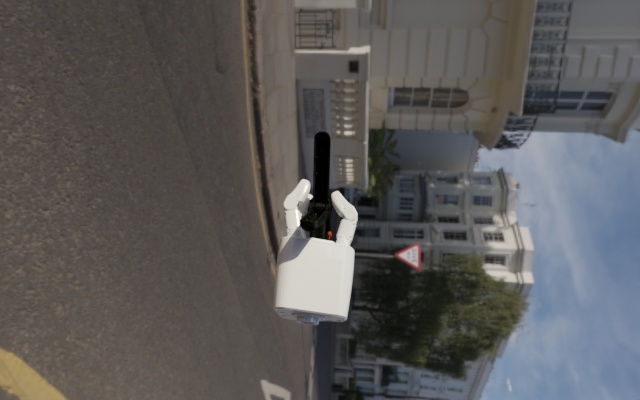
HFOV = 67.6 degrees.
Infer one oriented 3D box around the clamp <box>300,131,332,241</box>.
[{"bbox_3d":[0.001,0.003,0.763,0.036,0.164,0.210,6,-23,7],"label":"clamp"}]
